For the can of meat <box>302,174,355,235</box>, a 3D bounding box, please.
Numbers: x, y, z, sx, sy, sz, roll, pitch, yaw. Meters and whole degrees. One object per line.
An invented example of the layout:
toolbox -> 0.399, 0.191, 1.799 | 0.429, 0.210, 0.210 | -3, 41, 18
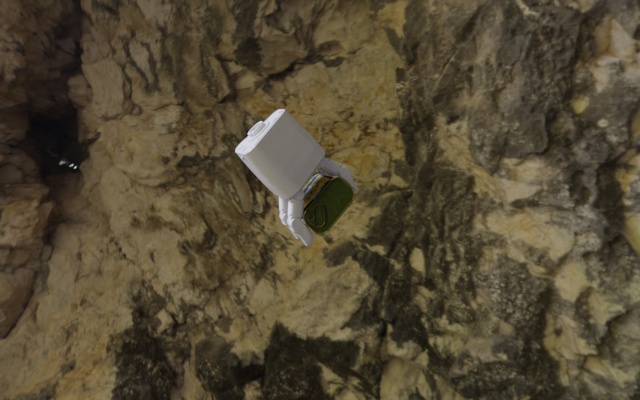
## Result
can of meat -> 0.000, 0.003, 0.843 | 0.057, 0.102, 0.084 | 43, -9, -24
